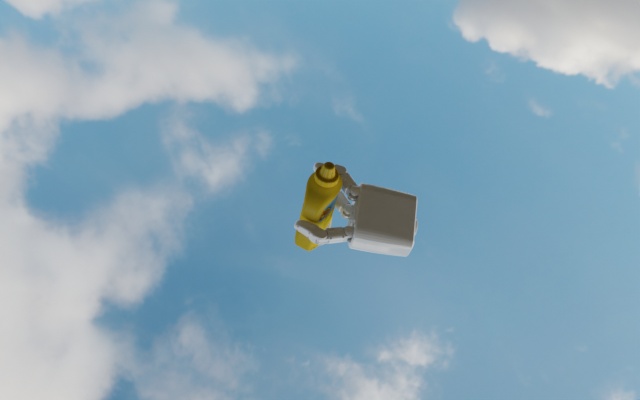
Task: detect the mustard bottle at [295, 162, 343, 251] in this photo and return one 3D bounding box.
[{"bbox_3d":[0.000,0.003,0.845,0.058,0.096,0.192,28,-38,11],"label":"mustard bottle"}]
